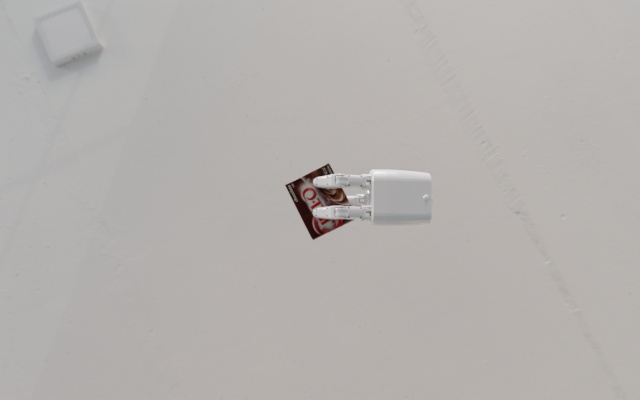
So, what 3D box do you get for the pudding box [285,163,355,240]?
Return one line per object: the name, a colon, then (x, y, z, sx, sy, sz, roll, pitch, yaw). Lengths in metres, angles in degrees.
pudding box: (0.000, 0.003, 0.863, 0.090, 0.113, 0.039, -27, -5, -5)
